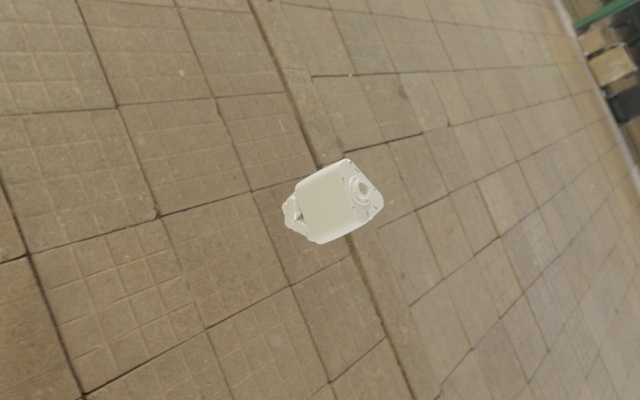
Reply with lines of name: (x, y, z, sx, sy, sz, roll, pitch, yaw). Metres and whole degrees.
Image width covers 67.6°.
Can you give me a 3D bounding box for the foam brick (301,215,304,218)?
foam brick: (0.000, 0.003, 0.891, 0.051, 0.053, 0.078, -28, 6, 43)
